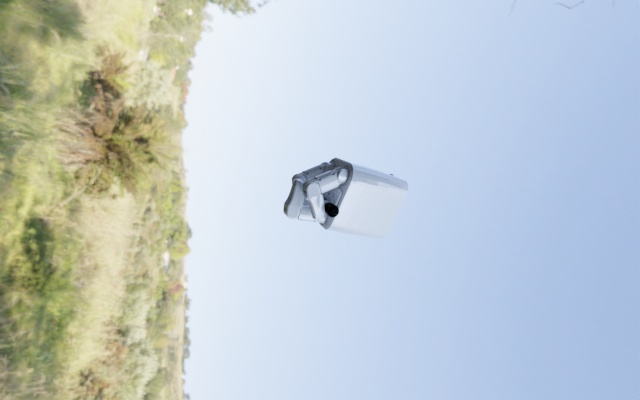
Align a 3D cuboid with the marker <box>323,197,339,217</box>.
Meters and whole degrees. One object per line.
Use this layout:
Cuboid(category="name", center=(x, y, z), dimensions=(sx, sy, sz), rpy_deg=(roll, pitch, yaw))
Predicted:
Cuboid(category="marker", center=(0.000, 0.002, 0.742), dimensions=(0.020, 0.020, 0.121), rpy_deg=(0, 14, -21))
